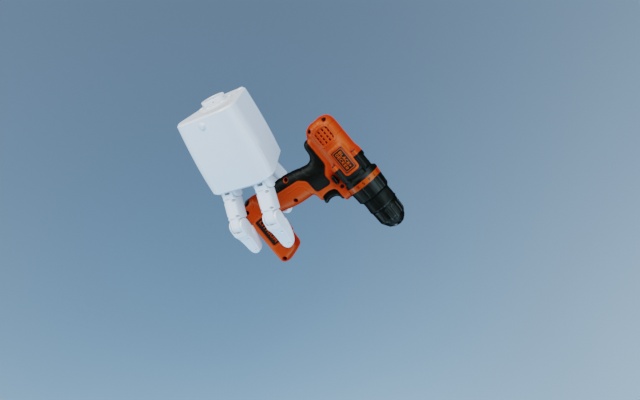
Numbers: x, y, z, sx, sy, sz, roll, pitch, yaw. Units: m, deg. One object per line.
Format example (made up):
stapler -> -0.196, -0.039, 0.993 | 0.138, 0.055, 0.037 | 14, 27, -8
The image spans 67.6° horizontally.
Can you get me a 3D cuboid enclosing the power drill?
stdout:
power drill -> 0.000, 0.002, 0.674 | 0.188, 0.184, 0.057 | -39, 3, 12
